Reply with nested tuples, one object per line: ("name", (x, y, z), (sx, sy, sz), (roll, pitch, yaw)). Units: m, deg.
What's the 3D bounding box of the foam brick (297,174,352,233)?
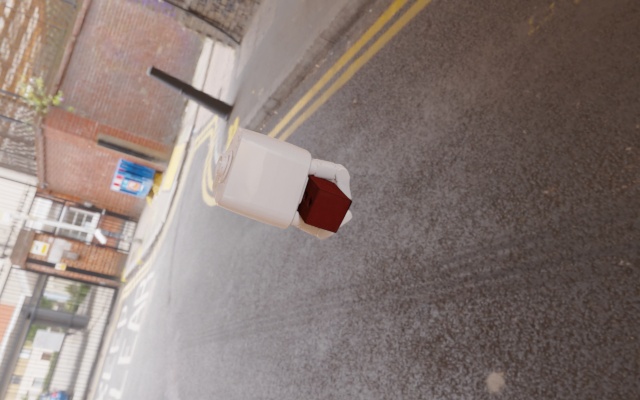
("foam brick", (0.000, 0.002, 0.669), (0.051, 0.053, 0.078), (19, 13, -23))
